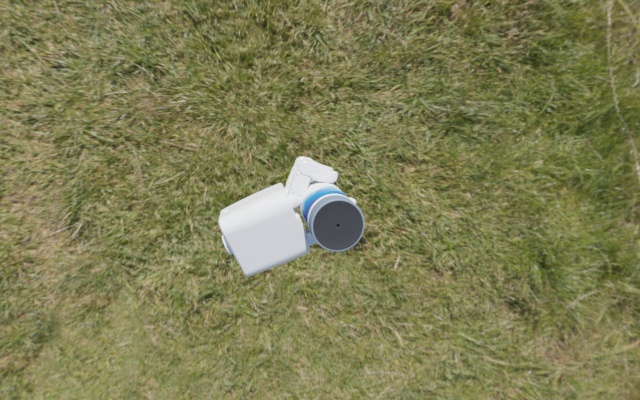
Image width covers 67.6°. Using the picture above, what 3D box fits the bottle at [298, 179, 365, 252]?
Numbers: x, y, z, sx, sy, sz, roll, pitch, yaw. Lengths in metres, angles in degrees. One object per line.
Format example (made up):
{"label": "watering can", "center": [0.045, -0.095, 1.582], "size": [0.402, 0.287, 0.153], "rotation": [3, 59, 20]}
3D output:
{"label": "bottle", "center": [0.000, 0.002, 0.719], "size": [0.069, 0.069, 0.295], "rotation": [0, 11, -8]}
